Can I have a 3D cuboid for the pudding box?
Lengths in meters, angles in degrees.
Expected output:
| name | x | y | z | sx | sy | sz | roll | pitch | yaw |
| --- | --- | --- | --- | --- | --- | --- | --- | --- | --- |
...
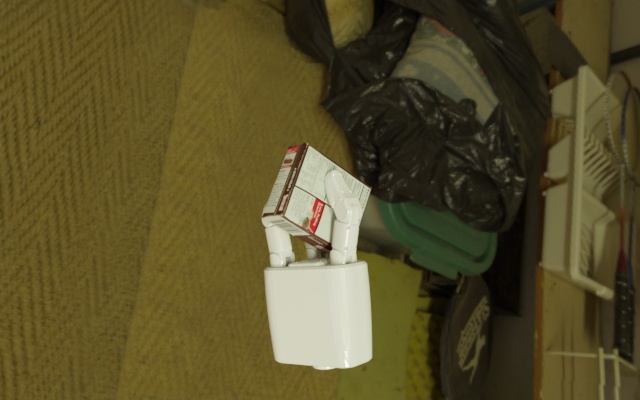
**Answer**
| name | x | y | z | sx | sy | sz | roll | pitch | yaw |
| --- | --- | --- | --- | --- | --- | --- | --- | --- | --- |
| pudding box | 0.000 | 0.002 | 0.536 | 0.039 | 0.090 | 0.113 | -4 | -29 | 47 |
